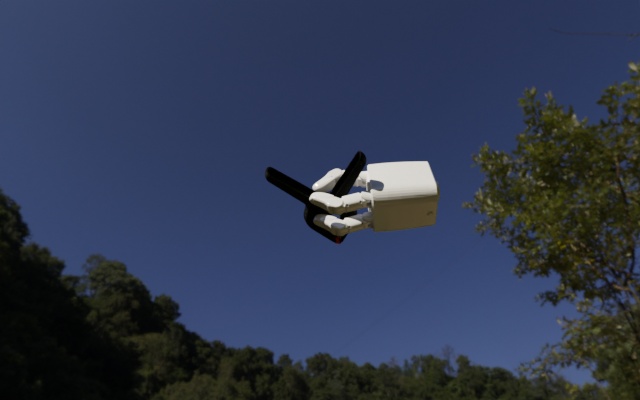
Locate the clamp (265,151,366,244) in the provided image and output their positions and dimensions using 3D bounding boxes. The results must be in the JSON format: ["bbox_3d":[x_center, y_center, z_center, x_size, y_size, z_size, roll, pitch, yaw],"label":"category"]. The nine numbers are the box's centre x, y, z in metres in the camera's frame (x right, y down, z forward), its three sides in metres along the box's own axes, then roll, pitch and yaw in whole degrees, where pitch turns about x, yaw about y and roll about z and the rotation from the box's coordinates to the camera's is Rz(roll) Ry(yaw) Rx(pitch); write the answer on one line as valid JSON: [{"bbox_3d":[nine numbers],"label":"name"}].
[{"bbox_3d":[0.000,0.002,0.824,0.164,0.036,0.210,-4,-42,5],"label":"clamp"}]
